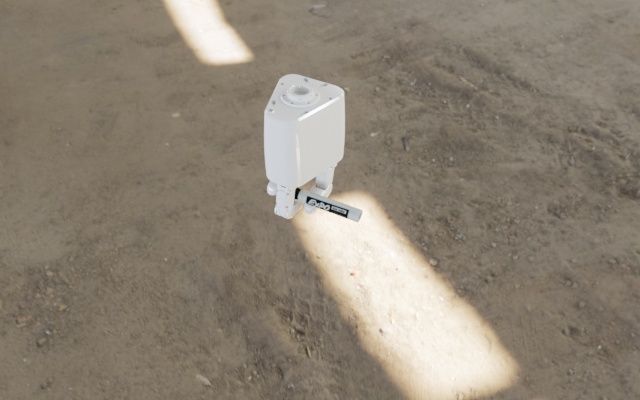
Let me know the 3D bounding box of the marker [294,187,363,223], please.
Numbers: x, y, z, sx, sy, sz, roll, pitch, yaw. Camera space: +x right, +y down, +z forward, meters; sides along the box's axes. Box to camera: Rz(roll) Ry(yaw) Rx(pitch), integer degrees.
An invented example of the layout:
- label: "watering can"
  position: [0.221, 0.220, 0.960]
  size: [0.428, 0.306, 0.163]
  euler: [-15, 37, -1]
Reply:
- label: "marker"
  position: [0.000, 0.002, 0.668]
  size: [0.121, 0.020, 0.020]
  euler: [20, 6, 18]
